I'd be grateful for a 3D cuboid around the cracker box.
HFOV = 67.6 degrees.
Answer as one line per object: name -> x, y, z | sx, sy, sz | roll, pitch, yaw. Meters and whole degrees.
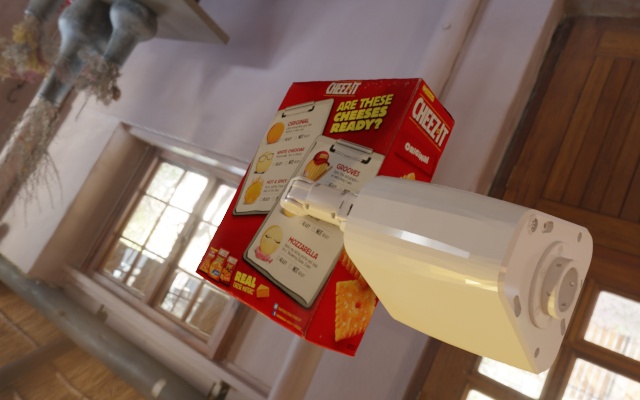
cracker box -> 0.000, 0.001, 0.423 | 0.164, 0.213, 0.072 | 14, -16, 47
